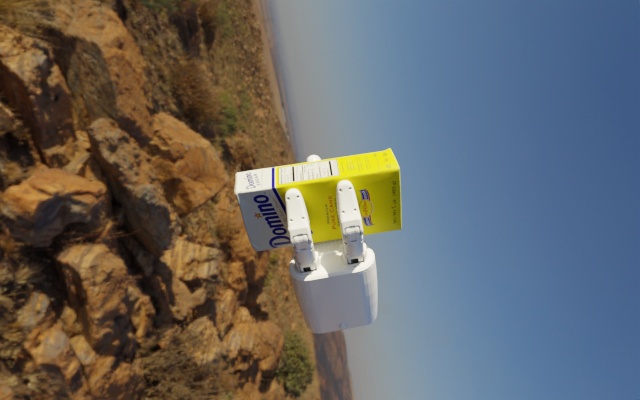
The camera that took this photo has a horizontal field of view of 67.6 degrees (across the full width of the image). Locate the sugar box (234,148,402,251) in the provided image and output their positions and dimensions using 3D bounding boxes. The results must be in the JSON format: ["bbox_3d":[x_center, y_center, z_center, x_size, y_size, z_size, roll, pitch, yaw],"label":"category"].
[{"bbox_3d":[0.000,0.002,0.538,0.176,0.093,0.048,-11,39,0],"label":"sugar box"}]
